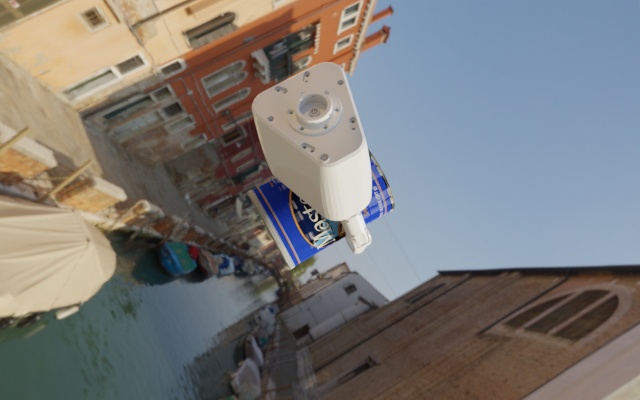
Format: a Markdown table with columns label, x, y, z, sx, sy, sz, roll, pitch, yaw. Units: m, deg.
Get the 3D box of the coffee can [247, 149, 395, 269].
| label | x | y | z | sx | sy | sz | roll | pitch | yaw |
| --- | --- | --- | --- | --- | --- | --- | --- | --- | --- |
| coffee can | 0.000 | 0.002 | 0.562 | 0.140 | 0.103 | 0.103 | -29 | 4 | -8 |
